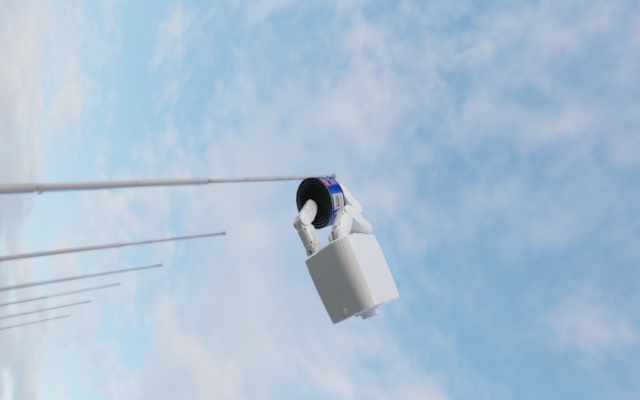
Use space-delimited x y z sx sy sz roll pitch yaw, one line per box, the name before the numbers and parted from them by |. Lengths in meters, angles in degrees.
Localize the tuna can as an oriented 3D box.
tuna can | 0.001 0.002 0.780 0.034 0.086 0.086 -12 8 -43
